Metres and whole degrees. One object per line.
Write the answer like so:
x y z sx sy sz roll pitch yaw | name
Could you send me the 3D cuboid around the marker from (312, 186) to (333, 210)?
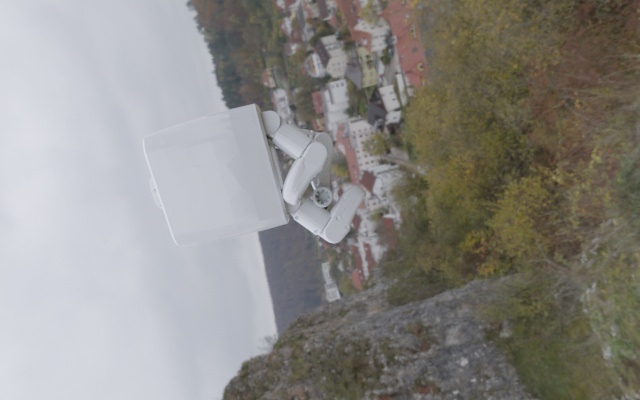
0.000 0.002 0.495 0.020 0.020 0.121 0 -5 -2 | marker
